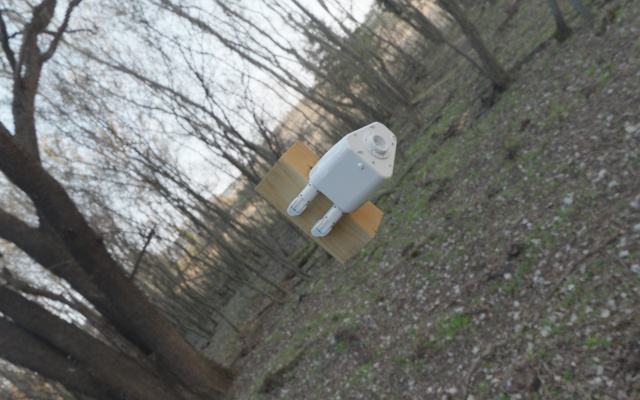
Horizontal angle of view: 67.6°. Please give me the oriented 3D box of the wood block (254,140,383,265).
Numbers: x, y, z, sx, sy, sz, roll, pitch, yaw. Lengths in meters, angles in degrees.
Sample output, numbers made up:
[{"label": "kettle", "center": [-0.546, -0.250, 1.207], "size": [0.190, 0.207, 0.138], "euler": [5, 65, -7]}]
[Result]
[{"label": "wood block", "center": [0.000, 0.002, 0.852], "size": [0.090, 0.206, 0.090], "euler": [-46, 5, 33]}]
